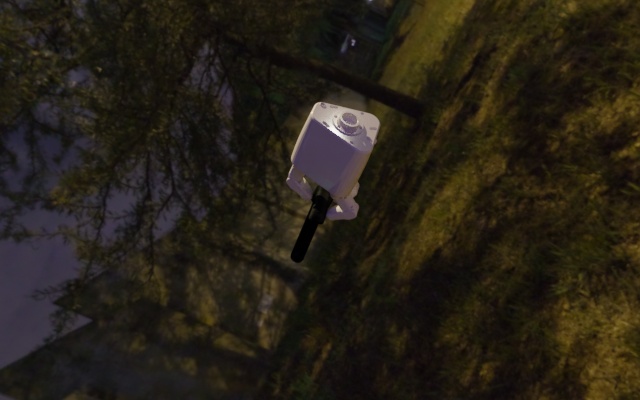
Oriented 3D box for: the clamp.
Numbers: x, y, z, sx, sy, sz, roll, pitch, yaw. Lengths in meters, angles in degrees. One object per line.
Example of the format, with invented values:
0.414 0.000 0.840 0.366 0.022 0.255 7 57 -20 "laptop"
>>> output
0.000 0.002 0.847 0.036 0.209 0.165 24 -41 -3 "clamp"
